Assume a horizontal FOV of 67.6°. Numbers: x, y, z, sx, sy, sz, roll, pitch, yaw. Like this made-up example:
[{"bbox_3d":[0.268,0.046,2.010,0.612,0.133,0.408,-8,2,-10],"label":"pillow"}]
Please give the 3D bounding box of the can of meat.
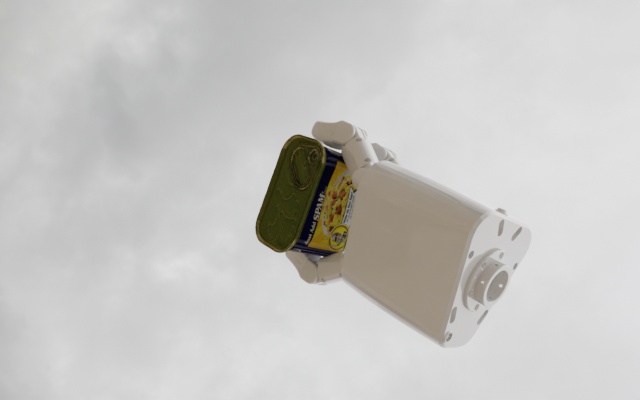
[{"bbox_3d":[0.000,0.002,0.439,0.084,0.102,0.057,16,5,-44],"label":"can of meat"}]
